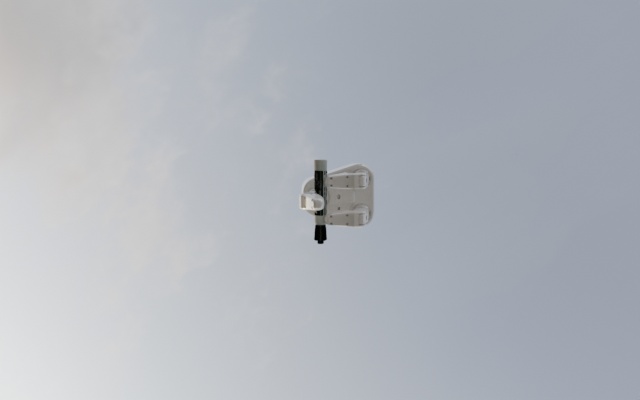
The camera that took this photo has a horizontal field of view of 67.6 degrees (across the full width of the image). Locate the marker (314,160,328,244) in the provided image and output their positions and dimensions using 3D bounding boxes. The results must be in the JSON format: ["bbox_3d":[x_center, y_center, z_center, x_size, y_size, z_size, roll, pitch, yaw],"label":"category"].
[{"bbox_3d":[0.000,0.002,0.682,0.020,0.121,0.020,0,6,0],"label":"marker"}]
